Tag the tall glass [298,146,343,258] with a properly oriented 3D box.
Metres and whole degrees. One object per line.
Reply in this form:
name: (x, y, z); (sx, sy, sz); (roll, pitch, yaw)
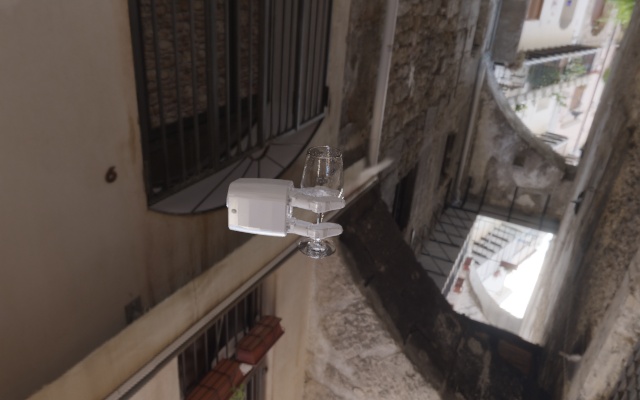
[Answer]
tall glass: (0.000, 0.004, 0.890); (0.079, 0.201, 0.079); (4, 26, -2)
